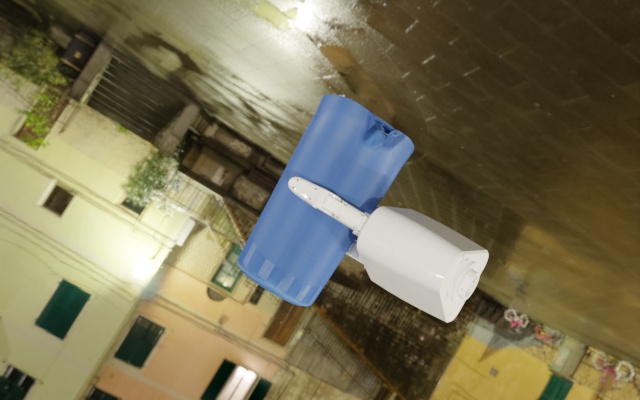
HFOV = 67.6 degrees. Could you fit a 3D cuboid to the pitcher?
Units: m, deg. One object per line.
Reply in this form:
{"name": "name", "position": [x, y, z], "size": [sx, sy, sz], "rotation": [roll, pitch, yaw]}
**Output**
{"name": "pitcher", "position": [0.000, 0.002, 0.605], "size": [0.145, 0.243, 0.149], "rotation": [28, -5, 32]}
